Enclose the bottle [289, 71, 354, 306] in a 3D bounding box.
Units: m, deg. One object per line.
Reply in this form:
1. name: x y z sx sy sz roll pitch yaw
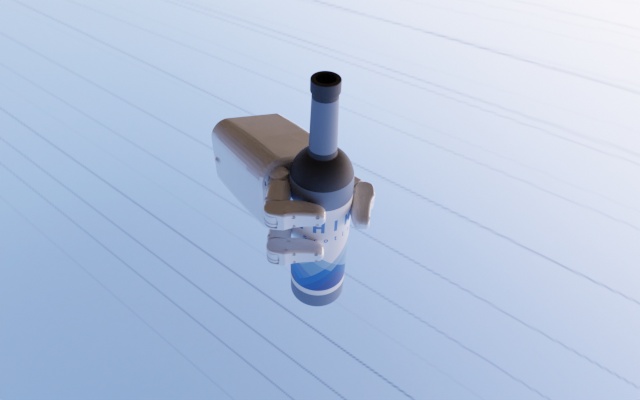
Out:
1. bottle: 0.000 0.002 0.510 0.069 0.296 0.069 1 44 -1
